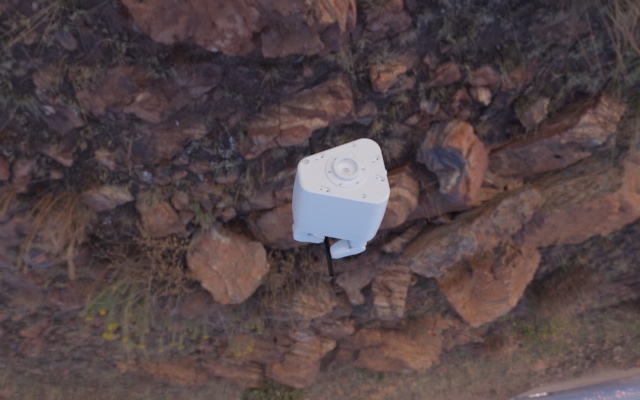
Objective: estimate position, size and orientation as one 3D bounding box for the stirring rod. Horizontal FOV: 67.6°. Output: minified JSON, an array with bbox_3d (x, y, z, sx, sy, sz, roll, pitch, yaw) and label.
[{"bbox_3d":[0.000,0.002,0.741,0.011,0.239,0.011,-7,-27,-4],"label":"stirring rod"}]
